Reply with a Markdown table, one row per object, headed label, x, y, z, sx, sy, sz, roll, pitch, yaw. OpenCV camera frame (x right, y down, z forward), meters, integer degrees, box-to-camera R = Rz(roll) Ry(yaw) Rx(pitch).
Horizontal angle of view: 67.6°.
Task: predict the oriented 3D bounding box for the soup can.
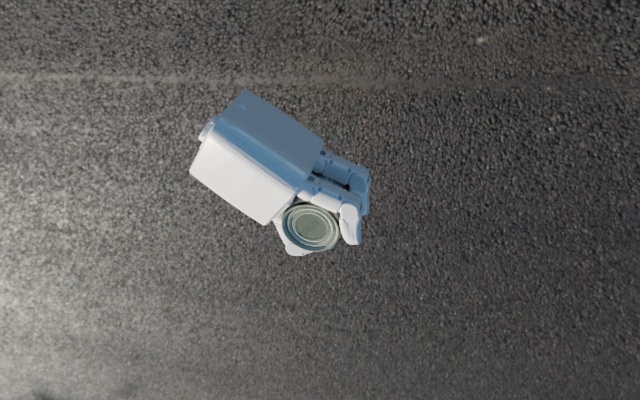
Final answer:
| label | x | y | z | sx | sy | sz | roll | pitch | yaw |
| --- | --- | --- | --- | --- | --- | --- | --- | --- | --- |
| soup can | 0.000 | 0.002 | 0.554 | 0.068 | 0.068 | 0.102 | 0 | 35 | 16 |
